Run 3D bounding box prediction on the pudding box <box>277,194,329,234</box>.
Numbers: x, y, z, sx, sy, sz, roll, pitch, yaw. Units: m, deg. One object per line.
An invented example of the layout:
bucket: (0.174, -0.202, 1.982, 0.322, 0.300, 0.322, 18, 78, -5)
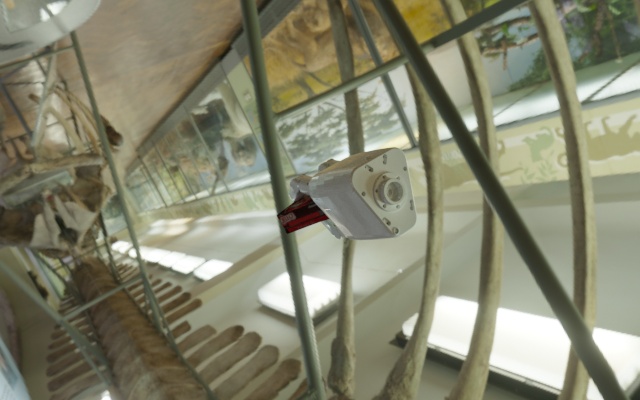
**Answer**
pudding box: (0.000, 0.003, 0.728, 0.090, 0.039, 0.113, -20, 10, 35)
